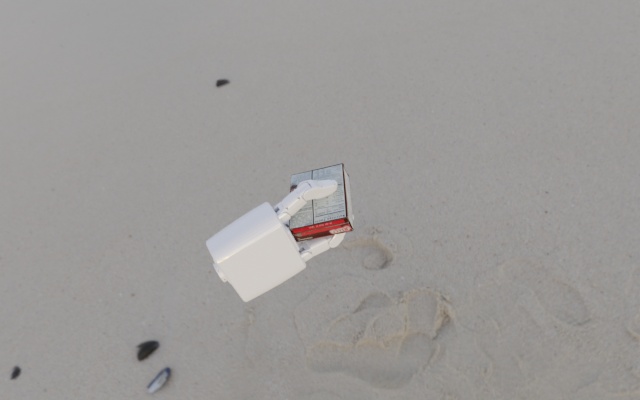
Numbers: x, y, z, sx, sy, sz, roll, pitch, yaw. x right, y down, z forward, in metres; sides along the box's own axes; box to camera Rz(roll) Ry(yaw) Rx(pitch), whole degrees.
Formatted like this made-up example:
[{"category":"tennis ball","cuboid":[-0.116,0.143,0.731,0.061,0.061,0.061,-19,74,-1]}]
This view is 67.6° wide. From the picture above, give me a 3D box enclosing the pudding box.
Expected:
[{"category":"pudding box","cuboid":[0.000,0.002,0.719,0.090,0.113,0.039,-11,-40,12]}]
